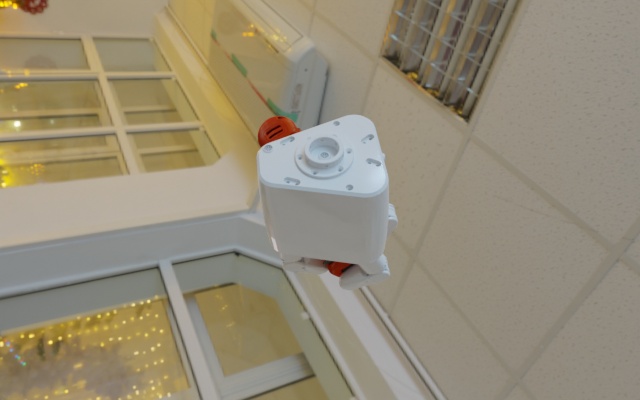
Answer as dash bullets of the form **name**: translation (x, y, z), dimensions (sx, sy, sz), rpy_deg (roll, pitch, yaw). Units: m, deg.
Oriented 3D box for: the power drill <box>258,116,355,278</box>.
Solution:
- **power drill**: translation (0.000, 0.002, 0.579), dimensions (0.057, 0.187, 0.184), rpy_deg (-33, -17, 4)
